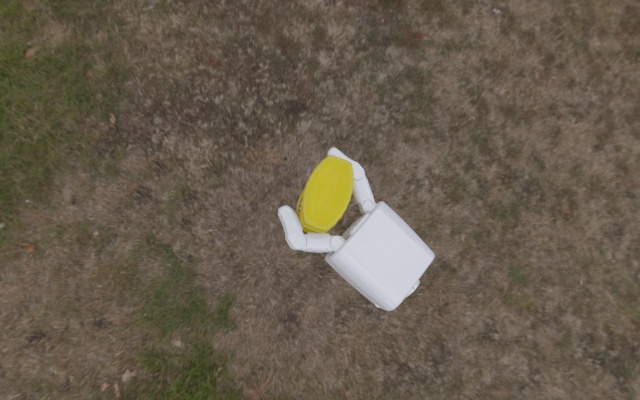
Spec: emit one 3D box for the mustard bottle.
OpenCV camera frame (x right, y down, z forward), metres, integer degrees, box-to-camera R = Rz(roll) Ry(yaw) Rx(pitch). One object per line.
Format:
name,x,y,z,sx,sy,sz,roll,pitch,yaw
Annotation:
mustard bottle,0.000,0.002,0.674,0.058,0.096,0.191,19,-9,-3
